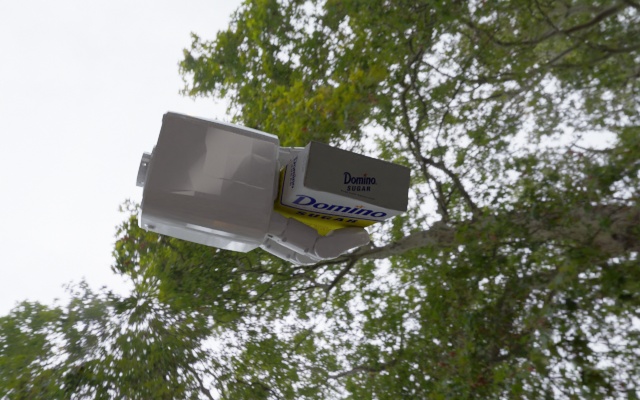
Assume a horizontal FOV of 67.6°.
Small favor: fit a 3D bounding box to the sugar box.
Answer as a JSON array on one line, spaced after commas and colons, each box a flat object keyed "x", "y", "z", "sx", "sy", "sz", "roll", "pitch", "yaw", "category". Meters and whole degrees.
[{"x": 0.000, "y": 0.002, "z": 0.455, "sx": 0.093, "sy": 0.048, "sz": 0.176, "roll": 13, "pitch": -16, "yaw": -18, "category": "sugar box"}]
